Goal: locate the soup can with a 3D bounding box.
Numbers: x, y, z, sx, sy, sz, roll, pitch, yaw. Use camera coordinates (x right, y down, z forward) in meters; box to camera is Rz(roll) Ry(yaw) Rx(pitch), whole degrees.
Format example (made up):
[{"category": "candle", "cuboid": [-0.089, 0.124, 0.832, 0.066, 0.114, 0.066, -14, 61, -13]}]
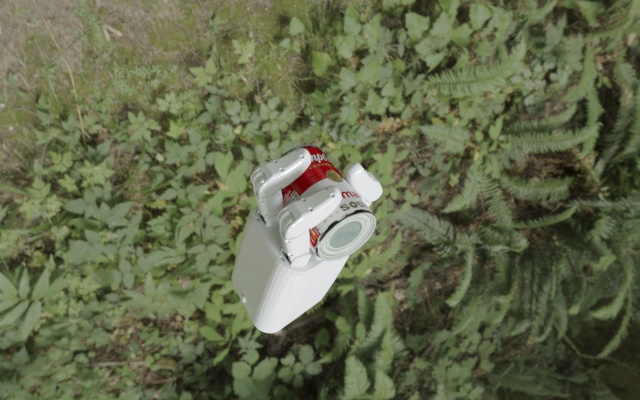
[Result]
[{"category": "soup can", "cuboid": [0.000, 0.001, 0.475, 0.068, 0.068, 0.102, 0, 42, -42]}]
